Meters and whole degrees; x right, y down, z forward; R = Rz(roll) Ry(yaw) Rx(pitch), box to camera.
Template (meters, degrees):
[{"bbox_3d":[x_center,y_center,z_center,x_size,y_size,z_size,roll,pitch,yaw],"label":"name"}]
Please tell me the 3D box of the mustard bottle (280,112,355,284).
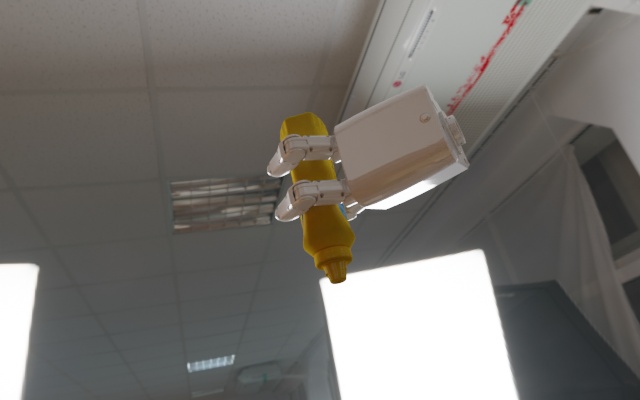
[{"bbox_3d":[0.000,0.002,0.543,0.058,0.191,0.096,-14,-26,0],"label":"mustard bottle"}]
